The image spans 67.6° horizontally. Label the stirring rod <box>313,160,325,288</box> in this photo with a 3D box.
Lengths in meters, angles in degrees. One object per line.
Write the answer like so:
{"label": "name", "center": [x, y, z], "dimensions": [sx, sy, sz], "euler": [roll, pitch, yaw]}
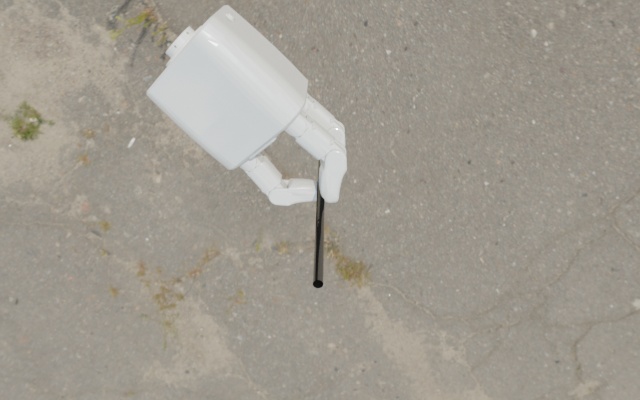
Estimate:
{"label": "stirring rod", "center": [0.000, 0.001, 0.462], "dimensions": [0.011, 0.011, 0.239], "euler": [0, 31, 1]}
